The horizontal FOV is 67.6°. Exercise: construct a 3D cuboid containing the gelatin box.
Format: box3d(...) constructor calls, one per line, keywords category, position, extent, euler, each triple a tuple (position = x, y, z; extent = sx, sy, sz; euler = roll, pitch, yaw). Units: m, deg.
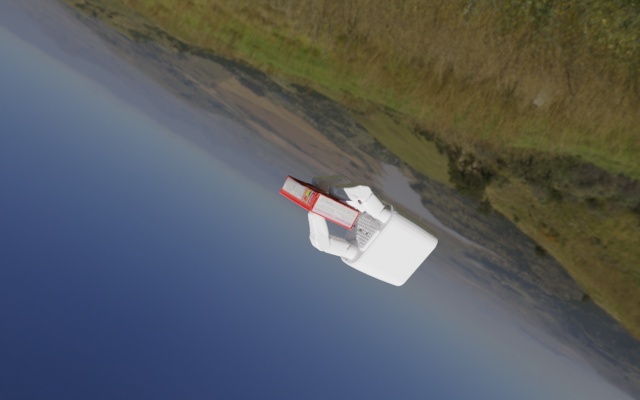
box3d(category="gelatin box", position=(0.000, 0.002, 0.651), extent=(0.089, 0.030, 0.073), euler=(24, 5, -44))
